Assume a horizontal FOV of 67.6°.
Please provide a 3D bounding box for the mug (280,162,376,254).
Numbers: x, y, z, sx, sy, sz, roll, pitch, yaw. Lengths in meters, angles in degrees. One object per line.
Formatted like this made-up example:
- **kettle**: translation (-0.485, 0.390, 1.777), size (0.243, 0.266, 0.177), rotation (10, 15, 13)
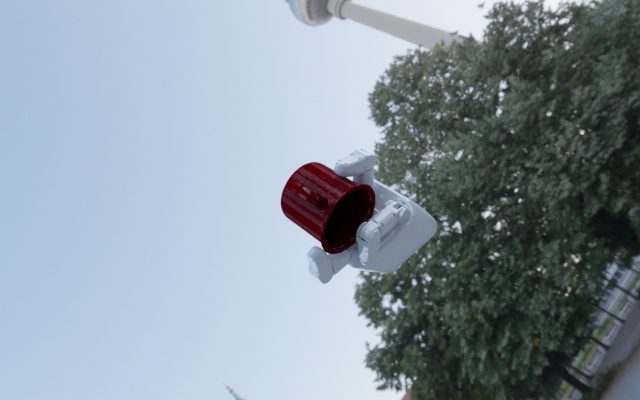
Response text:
- **mug**: translation (-0.001, 0.001, 0.567), size (0.081, 0.093, 0.117), rotation (33, 4, 33)
